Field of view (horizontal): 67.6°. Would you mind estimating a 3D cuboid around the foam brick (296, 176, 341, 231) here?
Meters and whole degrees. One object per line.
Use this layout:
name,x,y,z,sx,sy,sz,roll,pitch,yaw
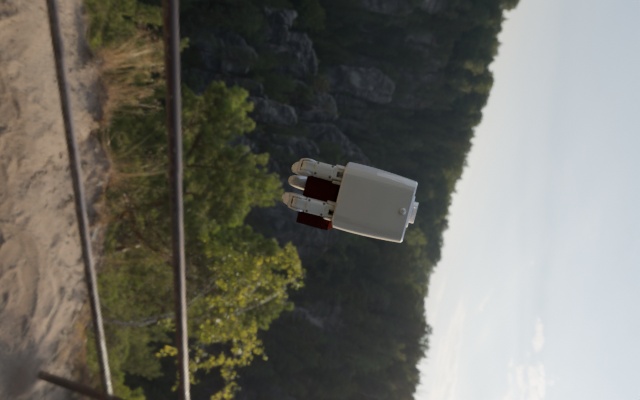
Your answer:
foam brick,0.000,0.003,0.740,0.051,0.078,0.053,15,5,9
